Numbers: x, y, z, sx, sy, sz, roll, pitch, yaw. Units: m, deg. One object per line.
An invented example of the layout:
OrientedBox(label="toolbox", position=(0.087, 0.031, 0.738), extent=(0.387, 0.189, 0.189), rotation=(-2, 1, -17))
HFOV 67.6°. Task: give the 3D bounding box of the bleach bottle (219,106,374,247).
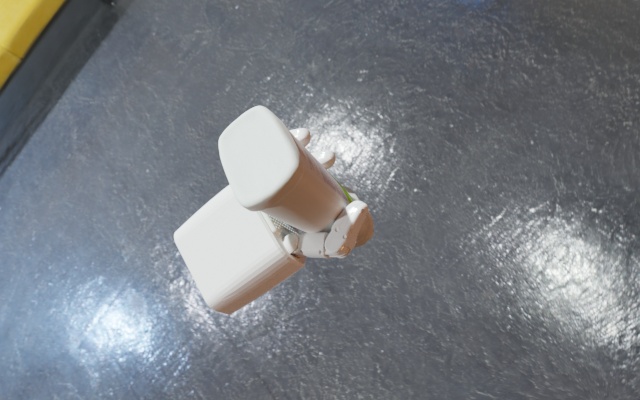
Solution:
OrientedBox(label="bleach bottle", position=(0.000, 0.002, 0.514), extent=(0.068, 0.102, 0.251), rotation=(-37, -35, 12))
